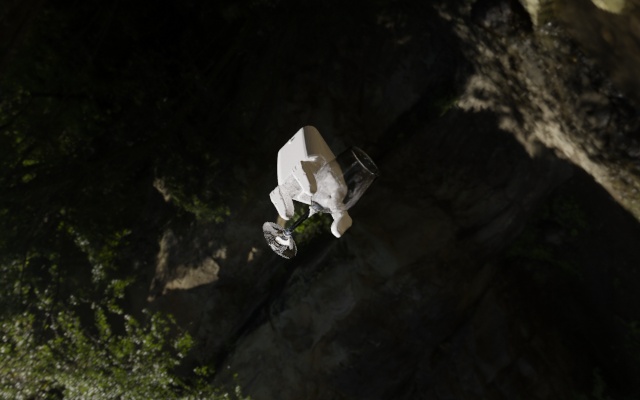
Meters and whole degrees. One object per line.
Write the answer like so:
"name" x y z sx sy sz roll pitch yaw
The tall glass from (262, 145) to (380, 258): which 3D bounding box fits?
"tall glass" 0.000 0.003 0.751 0.201 0.079 0.079 -42 -19 22
